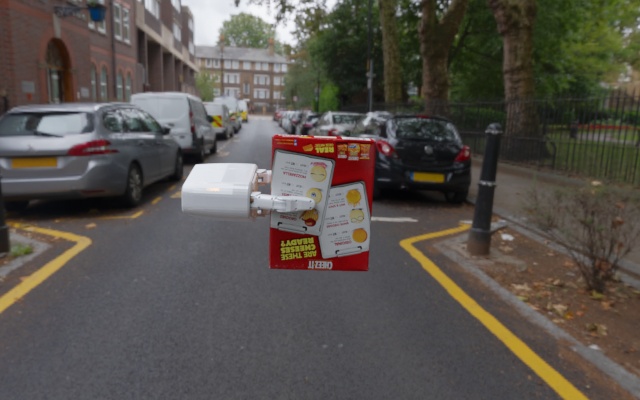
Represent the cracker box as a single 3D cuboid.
[{"bbox_3d":[0.000,0.002,0.782,0.164,0.214,0.072,2,11,-2],"label":"cracker box"}]
